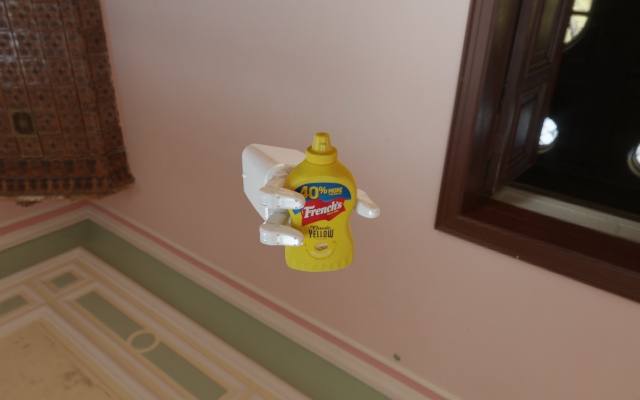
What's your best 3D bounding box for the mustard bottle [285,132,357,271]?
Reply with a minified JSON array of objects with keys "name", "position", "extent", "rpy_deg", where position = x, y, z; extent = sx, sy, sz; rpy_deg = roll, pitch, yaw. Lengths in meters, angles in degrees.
[{"name":"mustard bottle","position":[0.000,0.002,0.639],"extent":[0.096,0.192,0.058],"rpy_deg":[0,27,-3]}]
